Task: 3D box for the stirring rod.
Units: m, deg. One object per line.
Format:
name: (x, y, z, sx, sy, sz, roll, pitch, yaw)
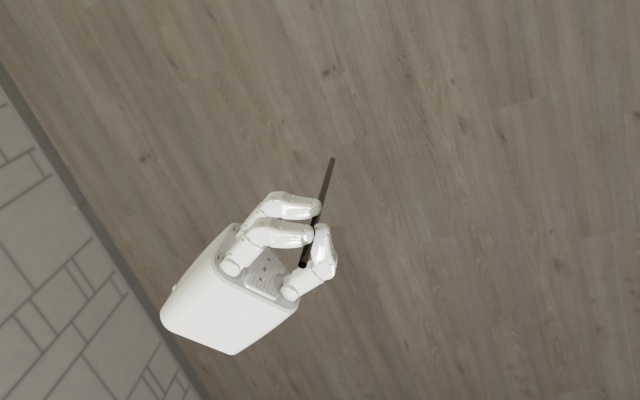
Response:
stirring rod: (0.000, 0.002, 0.527, 0.011, 0.011, 0.239, 0, 27, 9)
